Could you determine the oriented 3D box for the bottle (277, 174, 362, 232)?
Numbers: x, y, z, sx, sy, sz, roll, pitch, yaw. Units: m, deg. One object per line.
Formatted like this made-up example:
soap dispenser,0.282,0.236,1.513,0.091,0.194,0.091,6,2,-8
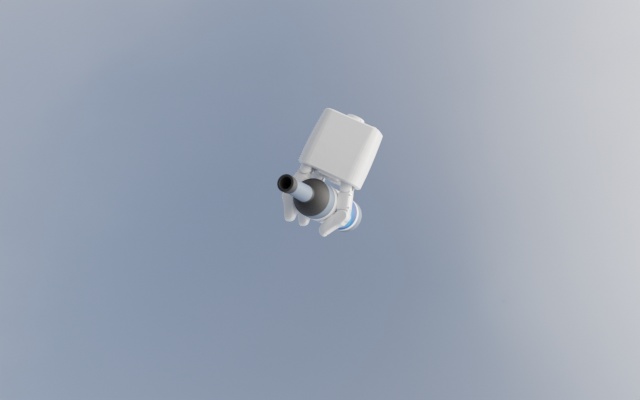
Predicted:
bottle,0.000,0.003,0.833,0.069,0.069,0.296,0,-11,21
